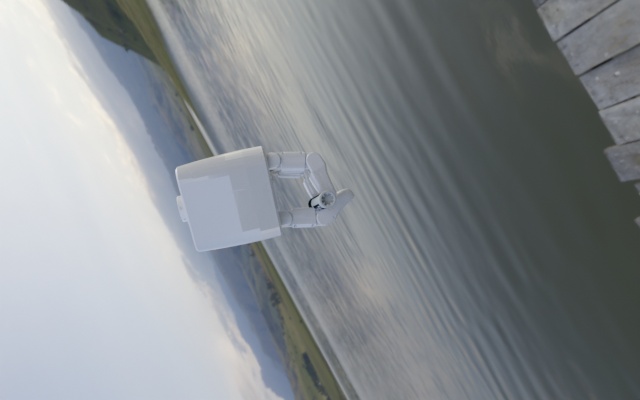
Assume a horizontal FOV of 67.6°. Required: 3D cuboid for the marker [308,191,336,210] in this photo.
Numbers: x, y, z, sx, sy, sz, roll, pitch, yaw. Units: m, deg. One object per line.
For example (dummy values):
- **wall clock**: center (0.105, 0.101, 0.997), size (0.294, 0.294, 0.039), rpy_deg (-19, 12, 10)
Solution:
- **marker**: center (0.000, 0.002, 0.567), size (0.020, 0.020, 0.121), rpy_deg (0, -3, -7)
